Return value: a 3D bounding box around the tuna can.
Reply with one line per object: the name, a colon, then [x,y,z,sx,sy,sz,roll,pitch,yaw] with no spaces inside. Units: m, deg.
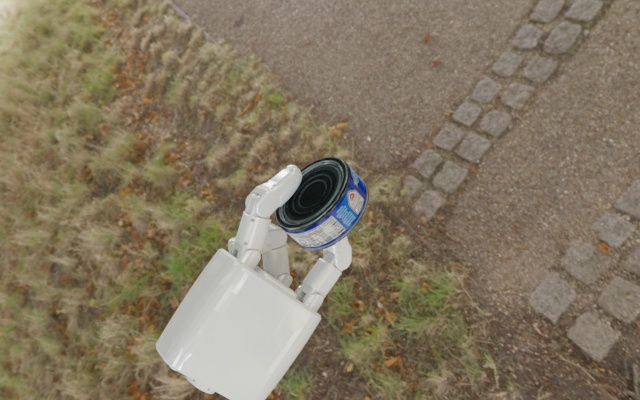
tuna can: [0.000,0.001,0.443,0.086,0.086,0.034,0,-36,47]
